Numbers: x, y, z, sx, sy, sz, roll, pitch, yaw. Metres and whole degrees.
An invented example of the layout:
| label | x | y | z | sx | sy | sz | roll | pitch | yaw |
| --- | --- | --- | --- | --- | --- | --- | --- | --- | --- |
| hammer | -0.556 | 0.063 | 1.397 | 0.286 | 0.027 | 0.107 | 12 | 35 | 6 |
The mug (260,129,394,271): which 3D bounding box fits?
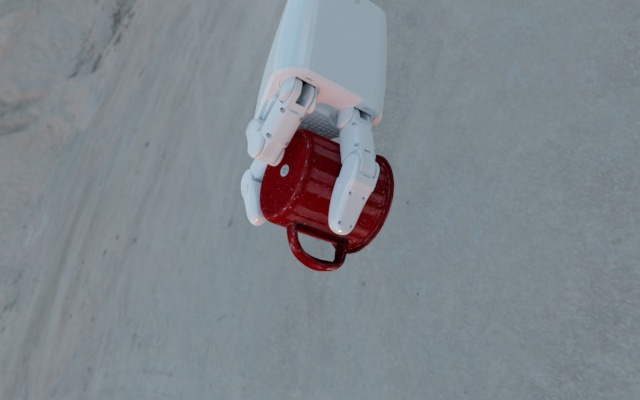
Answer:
| label | x | y | z | sx | sy | sz | roll | pitch | yaw |
| --- | --- | --- | --- | --- | --- | --- | --- | --- | --- |
| mug | 0.000 | 0.003 | 0.400 | 0.081 | 0.117 | 0.093 | 20 | -27 | -28 |
